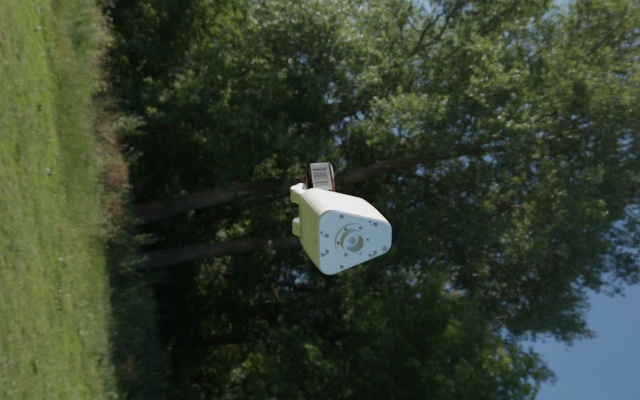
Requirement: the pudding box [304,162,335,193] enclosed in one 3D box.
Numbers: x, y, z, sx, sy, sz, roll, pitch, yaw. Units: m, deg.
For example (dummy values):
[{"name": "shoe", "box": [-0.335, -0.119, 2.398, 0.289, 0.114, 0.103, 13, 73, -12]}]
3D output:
[{"name": "pudding box", "box": [0.000, 0.003, 0.798, 0.039, 0.113, 0.090, -4, -12, -10]}]
